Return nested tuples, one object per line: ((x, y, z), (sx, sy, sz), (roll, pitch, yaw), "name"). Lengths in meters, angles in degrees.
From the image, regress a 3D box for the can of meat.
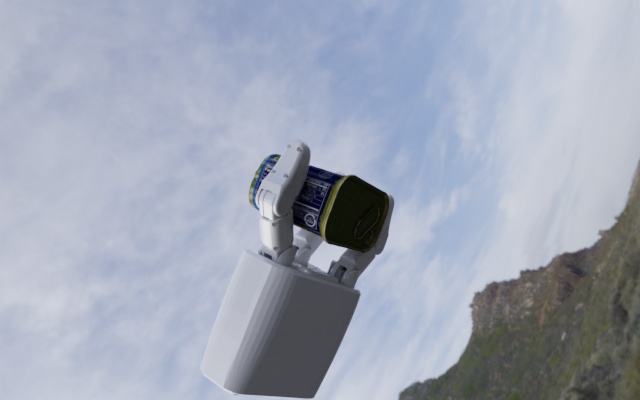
((0.000, 0.001, 0.418), (0.084, 0.057, 0.102), (20, 0, 31), "can of meat")
